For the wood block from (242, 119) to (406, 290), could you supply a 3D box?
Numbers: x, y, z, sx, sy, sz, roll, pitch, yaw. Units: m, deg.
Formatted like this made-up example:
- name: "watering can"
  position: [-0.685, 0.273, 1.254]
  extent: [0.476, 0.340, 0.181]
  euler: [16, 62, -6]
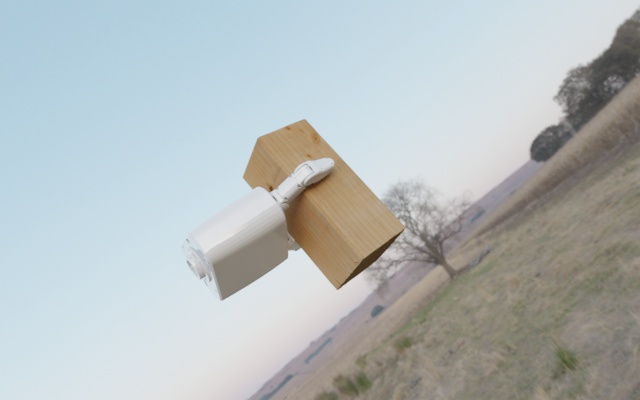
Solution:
- name: "wood block"
  position: [0.000, 0.002, 0.640]
  extent: [0.090, 0.206, 0.091]
  euler: [-29, -19, -38]
